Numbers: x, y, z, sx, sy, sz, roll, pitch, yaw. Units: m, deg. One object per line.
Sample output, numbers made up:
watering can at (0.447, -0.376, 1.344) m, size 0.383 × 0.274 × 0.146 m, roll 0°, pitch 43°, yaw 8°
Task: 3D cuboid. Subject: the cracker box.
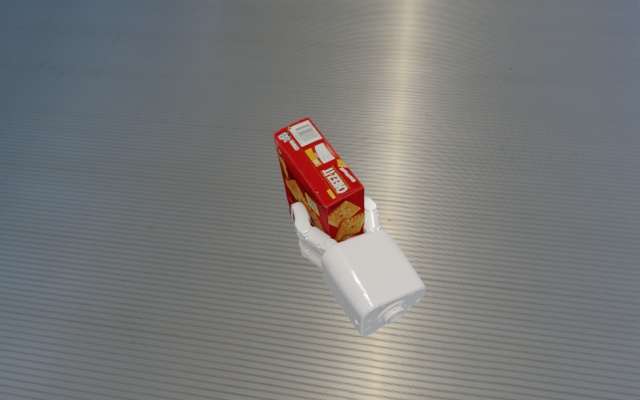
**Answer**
cracker box at (0.000, 0.002, 0.757) m, size 0.072 × 0.164 × 0.214 m, roll -27°, pitch -33°, yaw -14°
